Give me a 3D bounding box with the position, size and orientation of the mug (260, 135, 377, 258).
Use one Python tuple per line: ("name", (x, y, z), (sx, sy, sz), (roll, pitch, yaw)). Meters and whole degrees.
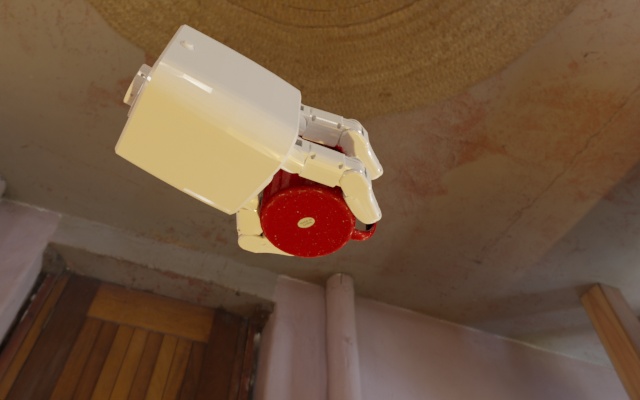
("mug", (0.001, 0.002, 0.432), (0.117, 0.093, 0.081), (27, 35, -19))
